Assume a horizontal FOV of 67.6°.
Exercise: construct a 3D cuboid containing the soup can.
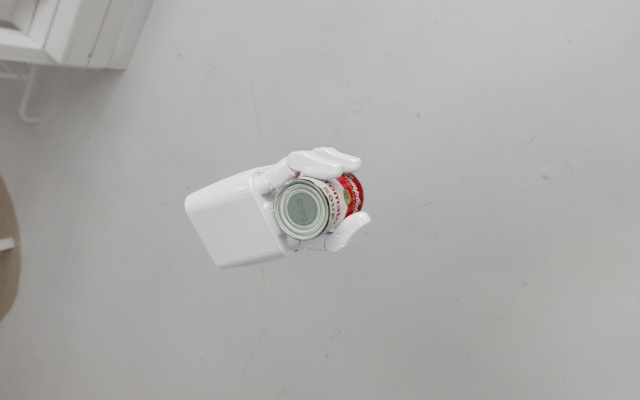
[{"bbox_3d":[0.000,0.002,0.539,0.068,0.068,0.102,0,9,26],"label":"soup can"}]
